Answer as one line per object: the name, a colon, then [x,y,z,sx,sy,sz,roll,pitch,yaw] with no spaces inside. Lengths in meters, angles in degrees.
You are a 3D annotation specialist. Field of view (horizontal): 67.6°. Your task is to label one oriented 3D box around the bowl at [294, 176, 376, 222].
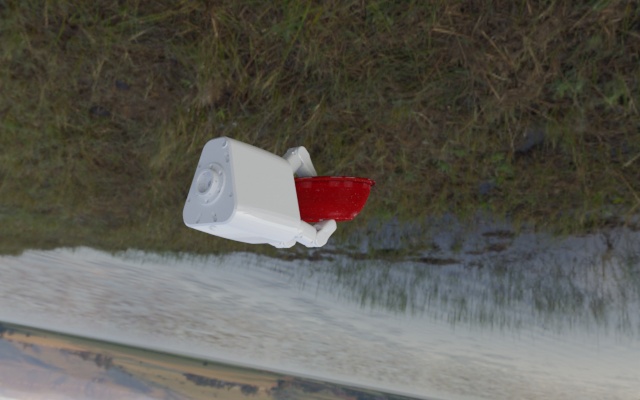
bowl: [0.001,0.003,0.694,0.162,0.055,0.162,-2,-5,0]
